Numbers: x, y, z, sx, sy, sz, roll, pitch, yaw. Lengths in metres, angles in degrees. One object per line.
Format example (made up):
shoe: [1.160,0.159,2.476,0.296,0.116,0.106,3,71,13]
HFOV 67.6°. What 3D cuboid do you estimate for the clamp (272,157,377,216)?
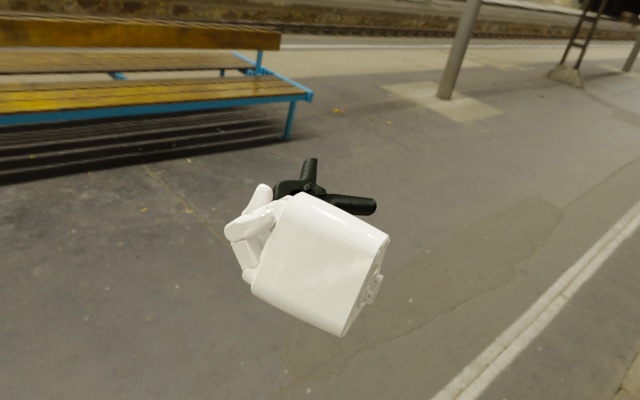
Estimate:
clamp: [0.000,0.001,0.596,0.120,0.039,0.171,27,31,13]
